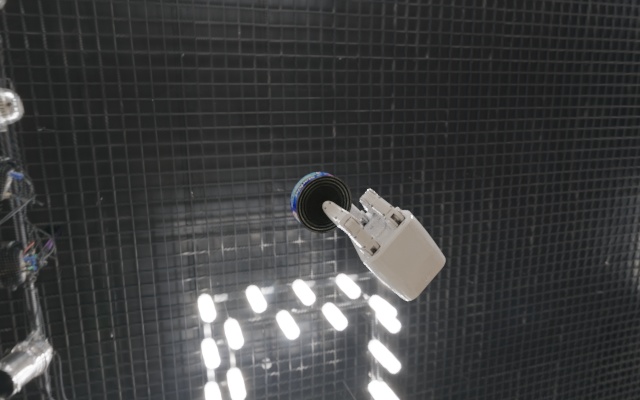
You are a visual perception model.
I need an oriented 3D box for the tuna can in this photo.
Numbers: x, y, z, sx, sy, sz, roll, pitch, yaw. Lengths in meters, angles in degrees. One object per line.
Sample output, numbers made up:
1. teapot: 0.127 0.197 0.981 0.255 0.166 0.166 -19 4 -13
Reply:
1. tuna can: 0.000 0.002 0.692 0.086 0.086 0.033 0 15 -24
